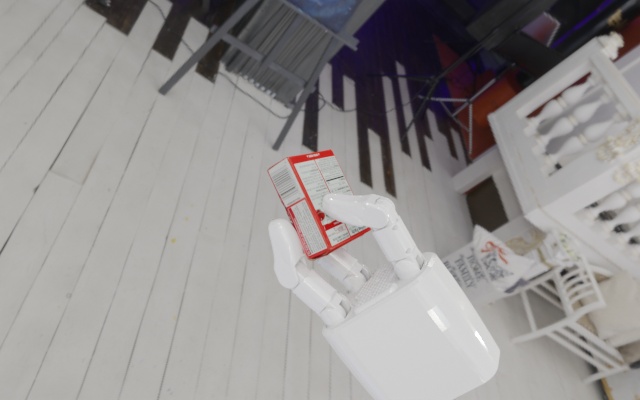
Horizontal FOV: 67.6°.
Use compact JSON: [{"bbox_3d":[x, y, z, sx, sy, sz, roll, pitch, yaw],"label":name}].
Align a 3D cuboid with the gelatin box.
[{"bbox_3d":[0.000,0.001,0.430,0.030,0.089,0.073,-28,-4,34],"label":"gelatin box"}]
